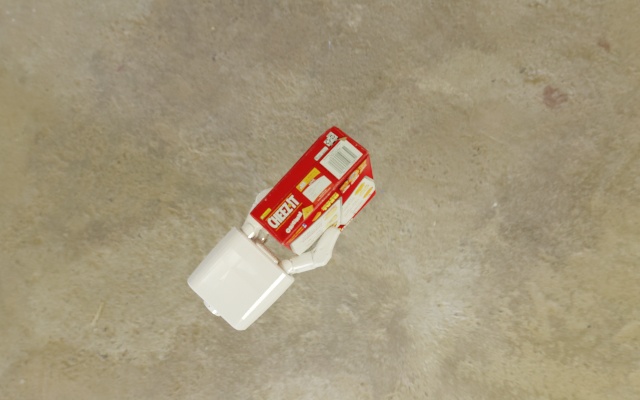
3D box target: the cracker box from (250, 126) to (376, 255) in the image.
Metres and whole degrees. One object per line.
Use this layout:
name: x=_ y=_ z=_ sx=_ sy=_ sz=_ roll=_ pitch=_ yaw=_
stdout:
cracker box: x=0.000 y=0.002 z=0.707 sx=0.072 sy=0.164 sz=0.214 roll=42 pitch=-4 yaw=16
